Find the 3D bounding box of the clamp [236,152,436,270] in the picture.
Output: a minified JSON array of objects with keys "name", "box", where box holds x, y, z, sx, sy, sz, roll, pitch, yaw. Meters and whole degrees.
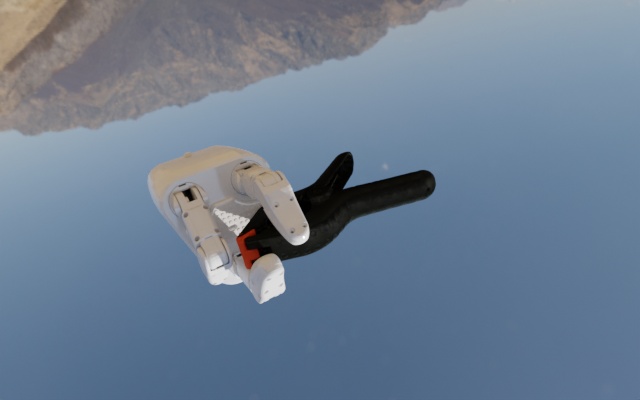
[{"name":"clamp","box":[0.000,0.002,0.418,0.171,0.039,0.120,-23,21,-21]}]
